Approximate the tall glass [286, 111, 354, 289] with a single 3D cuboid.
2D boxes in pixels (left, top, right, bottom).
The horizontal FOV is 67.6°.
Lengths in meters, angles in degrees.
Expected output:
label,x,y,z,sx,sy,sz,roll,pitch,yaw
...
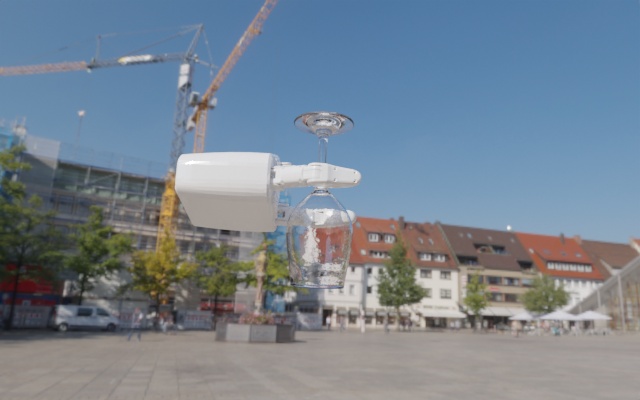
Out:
label,x,y,z,sx,sy,sz,roll,pitch,yaw
tall glass,0.000,0.001,0.566,0.079,0.201,0.079,2,-13,0
